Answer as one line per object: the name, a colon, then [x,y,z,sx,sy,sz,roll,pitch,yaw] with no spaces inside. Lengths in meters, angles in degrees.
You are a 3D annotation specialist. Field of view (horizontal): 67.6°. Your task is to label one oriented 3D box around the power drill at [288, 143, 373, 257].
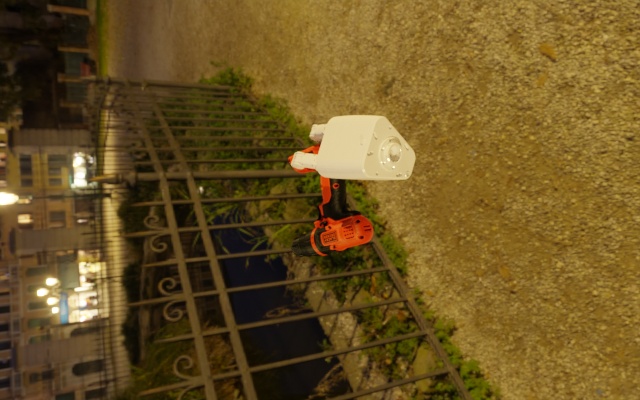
power drill: [0.000,0.002,0.847,0.184,0.187,0.057,-19,-8,41]
